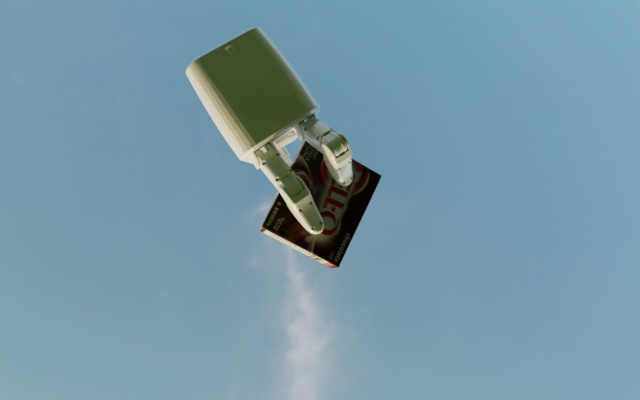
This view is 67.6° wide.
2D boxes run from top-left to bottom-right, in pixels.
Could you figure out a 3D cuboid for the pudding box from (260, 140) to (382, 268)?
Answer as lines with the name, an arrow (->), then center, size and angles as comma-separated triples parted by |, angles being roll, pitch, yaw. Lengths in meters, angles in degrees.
pudding box -> 0.000, 0.002, 0.503 | 0.090, 0.113, 0.039 | 28, -12, -9
